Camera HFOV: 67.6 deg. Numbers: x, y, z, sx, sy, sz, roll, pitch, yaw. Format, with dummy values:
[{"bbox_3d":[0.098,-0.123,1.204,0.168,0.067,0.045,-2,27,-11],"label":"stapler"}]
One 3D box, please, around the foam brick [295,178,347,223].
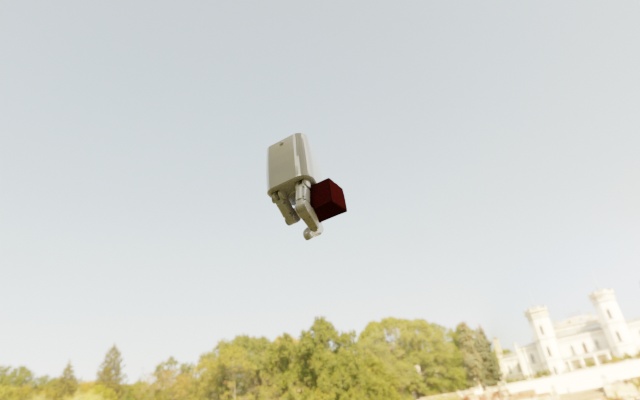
[{"bbox_3d":[0.000,0.003,0.869,0.078,0.051,0.053,-23,-35,25],"label":"foam brick"}]
